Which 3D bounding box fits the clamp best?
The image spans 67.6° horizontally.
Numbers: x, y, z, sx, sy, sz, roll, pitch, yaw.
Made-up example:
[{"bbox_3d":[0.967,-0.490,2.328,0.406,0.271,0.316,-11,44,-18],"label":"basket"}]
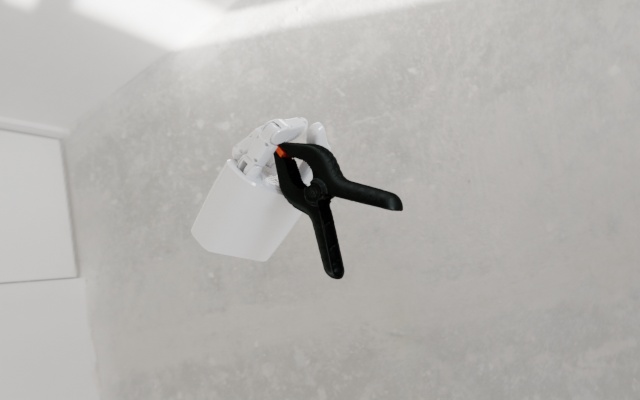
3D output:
[{"bbox_3d":[0.000,0.002,0.539,0.171,0.120,0.039,41,17,28],"label":"clamp"}]
